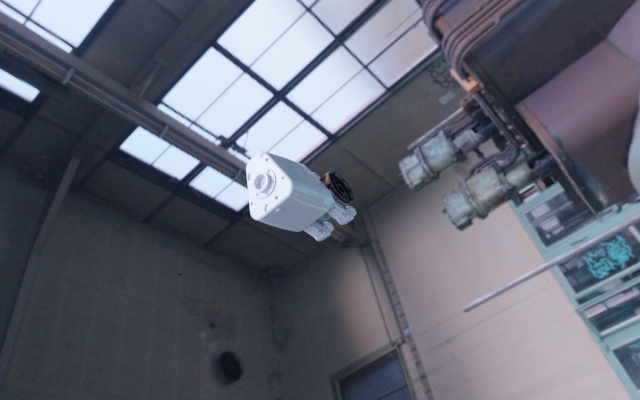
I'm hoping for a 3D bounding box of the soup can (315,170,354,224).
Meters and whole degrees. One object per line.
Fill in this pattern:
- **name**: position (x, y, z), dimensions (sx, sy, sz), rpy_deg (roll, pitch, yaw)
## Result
- **soup can**: position (0.000, 0.003, 0.860), dimensions (0.102, 0.068, 0.068), rpy_deg (-37, -17, 23)
